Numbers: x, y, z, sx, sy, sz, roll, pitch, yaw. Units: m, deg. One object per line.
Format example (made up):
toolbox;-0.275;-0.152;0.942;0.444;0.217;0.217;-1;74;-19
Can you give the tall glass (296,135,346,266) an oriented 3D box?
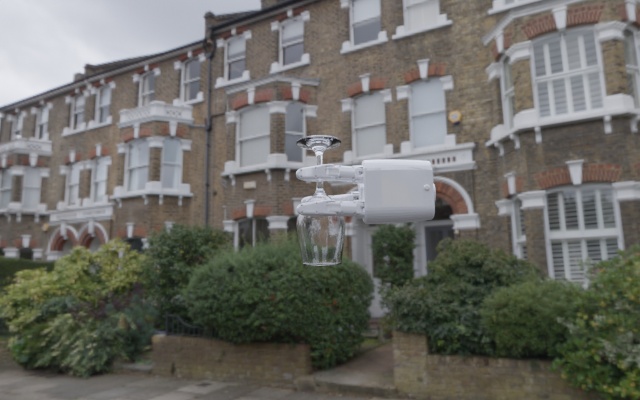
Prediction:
tall glass;0.000;0.002;0.765;0.079;0.201;0.079;-1;-10;0
